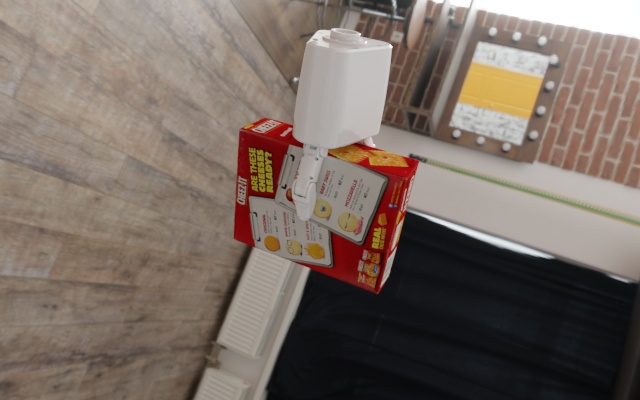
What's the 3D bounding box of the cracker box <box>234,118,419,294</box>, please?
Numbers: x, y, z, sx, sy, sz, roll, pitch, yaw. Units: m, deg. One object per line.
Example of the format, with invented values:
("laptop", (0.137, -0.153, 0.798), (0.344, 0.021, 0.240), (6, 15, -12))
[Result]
("cracker box", (0.000, 0.002, 0.609), (0.213, 0.164, 0.072), (18, 29, 18))
